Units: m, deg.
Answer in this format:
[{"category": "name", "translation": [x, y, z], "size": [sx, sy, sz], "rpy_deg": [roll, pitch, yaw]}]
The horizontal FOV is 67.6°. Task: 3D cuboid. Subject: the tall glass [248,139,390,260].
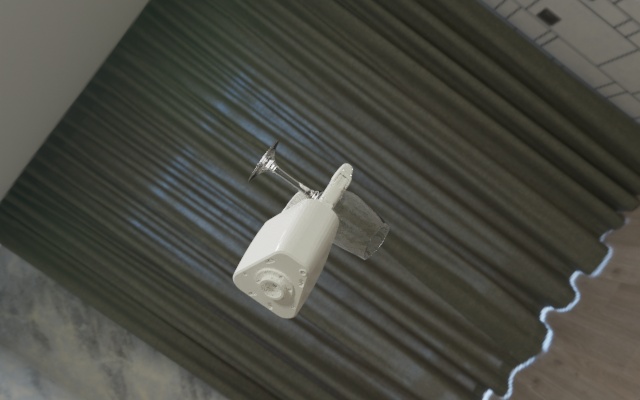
[{"category": "tall glass", "translation": [0.000, 0.002, 0.676], "size": [0.201, 0.079, 0.079], "rpy_deg": [36, -3, -5]}]
